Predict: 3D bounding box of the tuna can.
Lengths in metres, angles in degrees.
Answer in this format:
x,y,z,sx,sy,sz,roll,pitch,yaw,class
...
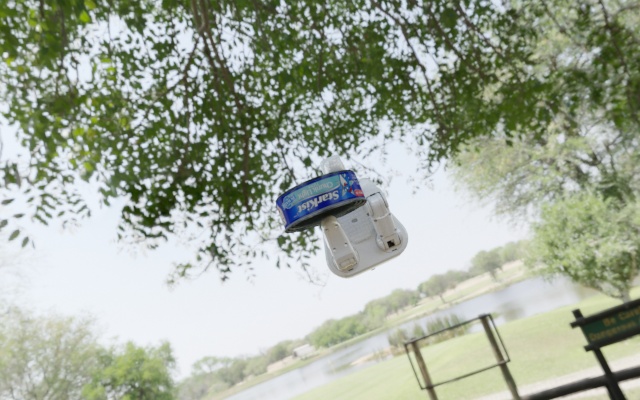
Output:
x,y,z,sx,sy,sz,roll,pitch,yaw,class
0.000,0.001,0.469,0.086,0.033,0.086,-21,-10,-4,tuna can
